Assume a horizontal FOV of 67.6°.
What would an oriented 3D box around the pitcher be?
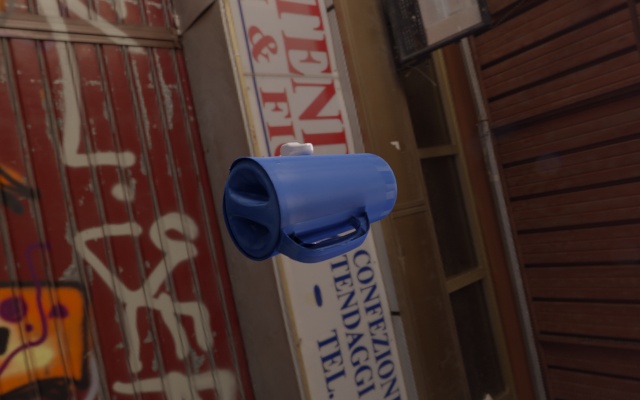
[{"bbox_3d":[0.000,0.002,0.672,0.243,0.149,0.145,-11,-3,-40],"label":"pitcher"}]
